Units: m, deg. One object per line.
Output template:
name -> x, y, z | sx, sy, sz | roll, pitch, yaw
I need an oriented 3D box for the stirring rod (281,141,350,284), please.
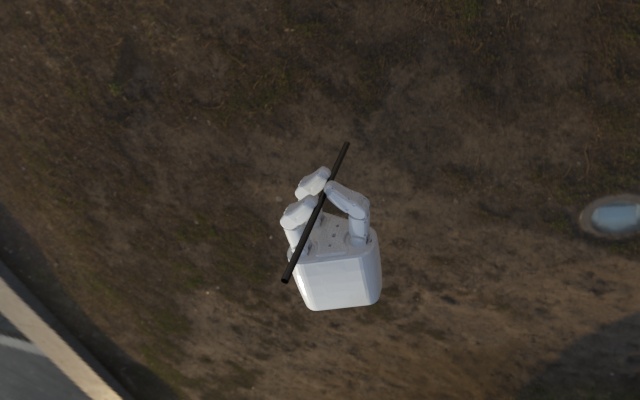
stirring rod -> 0.000, 0.002, 0.556 | 0.011, 0.011, 0.239 | 0, 40, 23
